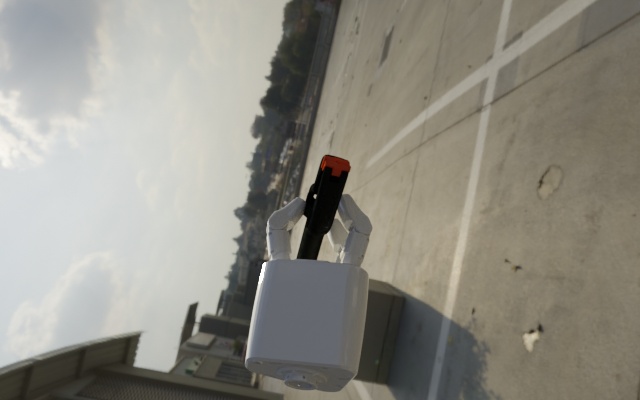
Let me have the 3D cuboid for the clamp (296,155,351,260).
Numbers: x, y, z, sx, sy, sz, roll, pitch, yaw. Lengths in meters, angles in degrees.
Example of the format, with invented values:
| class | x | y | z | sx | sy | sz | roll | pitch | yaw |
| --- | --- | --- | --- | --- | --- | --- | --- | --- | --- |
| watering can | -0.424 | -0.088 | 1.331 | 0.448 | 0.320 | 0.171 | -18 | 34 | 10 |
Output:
| class | x | y | z | sx | sy | sz | roll | pitch | yaw |
| --- | --- | --- | --- | --- | --- | --- | --- | --- | --- |
| clamp | -0.001 | 0.002 | 0.577 | 0.036 | 0.164 | 0.210 | 12 | -36 | -5 |
